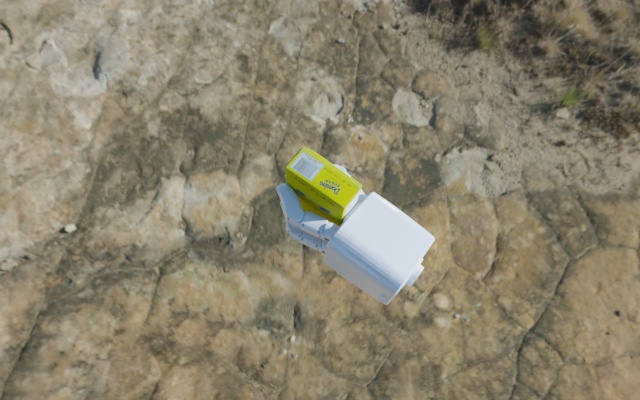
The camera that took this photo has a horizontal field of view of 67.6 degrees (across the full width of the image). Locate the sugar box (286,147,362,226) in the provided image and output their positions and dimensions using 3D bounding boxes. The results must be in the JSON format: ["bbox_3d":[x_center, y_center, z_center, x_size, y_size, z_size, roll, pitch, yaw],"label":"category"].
[{"bbox_3d":[0.000,0.003,0.664,0.093,0.048,0.176,35,-21,12],"label":"sugar box"}]
